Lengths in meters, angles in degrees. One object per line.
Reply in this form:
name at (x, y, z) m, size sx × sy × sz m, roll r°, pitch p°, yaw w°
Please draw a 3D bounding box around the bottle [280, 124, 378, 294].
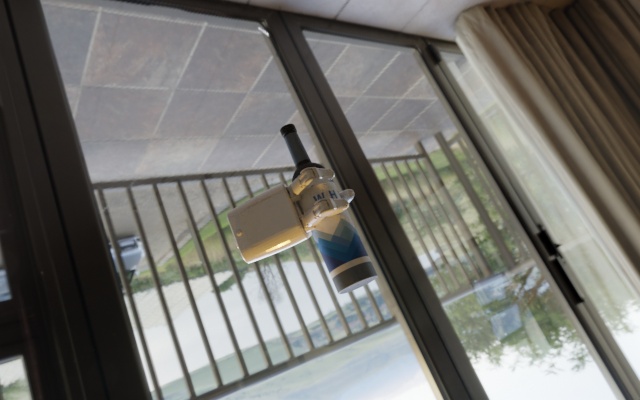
bottle at (0.000, 0.003, 0.775) m, size 0.069 × 0.295 × 0.069 m, roll -22°, pitch -19°, yaw -8°
